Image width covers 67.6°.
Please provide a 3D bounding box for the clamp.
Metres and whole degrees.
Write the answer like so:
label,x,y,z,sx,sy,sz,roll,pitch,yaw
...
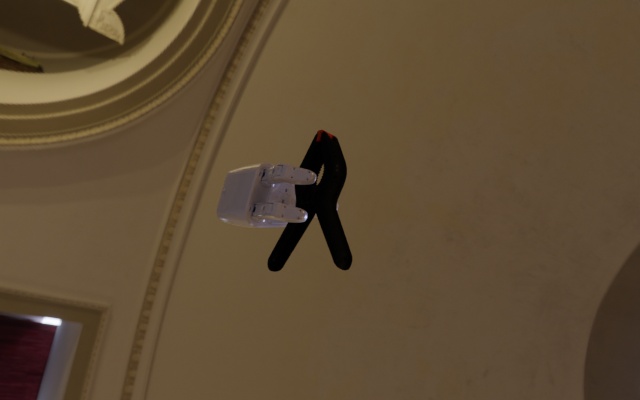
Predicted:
label,x,y,z,sx,sy,sz,roll,pitch,yaw
clamp,0.001,0.002,0.656,0.036,0.210,0.164,22,-14,-37
